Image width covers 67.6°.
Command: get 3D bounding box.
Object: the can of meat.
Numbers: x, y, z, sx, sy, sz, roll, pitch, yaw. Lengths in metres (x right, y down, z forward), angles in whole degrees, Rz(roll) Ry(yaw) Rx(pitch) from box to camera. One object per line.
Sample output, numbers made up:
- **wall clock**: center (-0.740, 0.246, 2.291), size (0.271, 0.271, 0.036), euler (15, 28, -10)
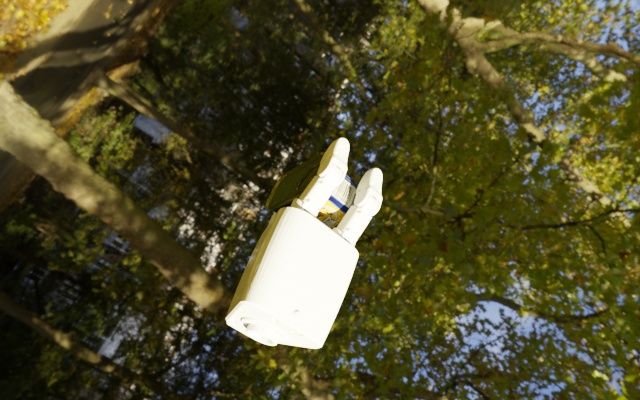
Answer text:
- **can of meat**: center (0.000, 0.002, 0.553), size (0.084, 0.057, 0.102), euler (38, -37, -22)
